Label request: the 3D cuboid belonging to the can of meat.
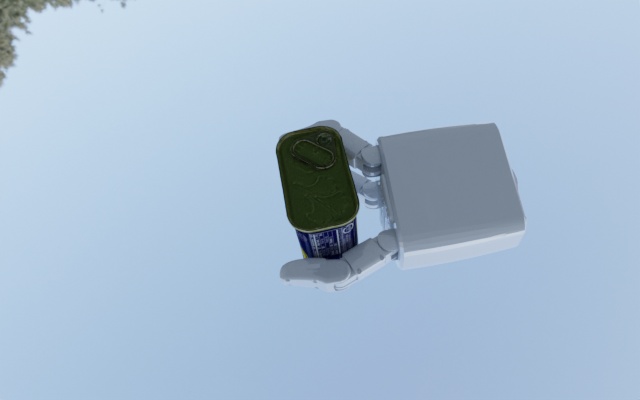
[{"bbox_3d":[0.000,0.002,0.418,0.057,0.102,0.084,-12,-33,-1],"label":"can of meat"}]
